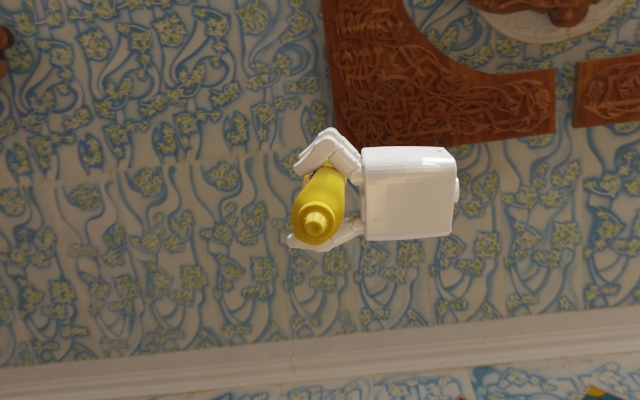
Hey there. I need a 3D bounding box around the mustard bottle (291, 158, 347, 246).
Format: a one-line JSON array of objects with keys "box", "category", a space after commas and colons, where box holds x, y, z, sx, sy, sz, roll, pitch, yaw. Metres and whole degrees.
[{"box": [0.000, 0.002, 0.582, 0.058, 0.096, 0.191, 21, 17, -3], "category": "mustard bottle"}]
